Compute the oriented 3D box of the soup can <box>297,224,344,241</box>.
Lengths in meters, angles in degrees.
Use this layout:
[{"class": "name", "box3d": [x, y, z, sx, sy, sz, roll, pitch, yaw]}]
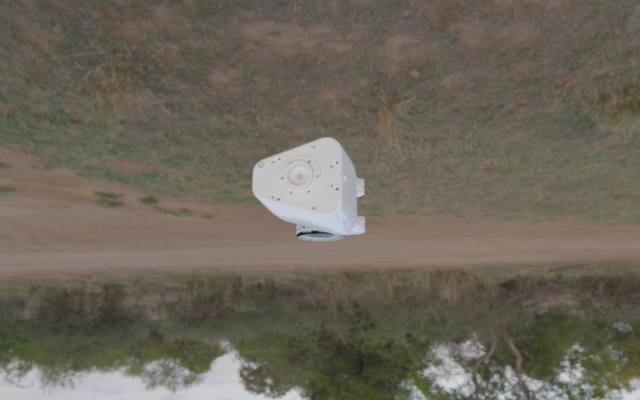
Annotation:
[{"class": "soup can", "box3d": [0.000, 0.003, 0.672, 0.068, 0.102, 0.068, 0, -13, 0]}]
